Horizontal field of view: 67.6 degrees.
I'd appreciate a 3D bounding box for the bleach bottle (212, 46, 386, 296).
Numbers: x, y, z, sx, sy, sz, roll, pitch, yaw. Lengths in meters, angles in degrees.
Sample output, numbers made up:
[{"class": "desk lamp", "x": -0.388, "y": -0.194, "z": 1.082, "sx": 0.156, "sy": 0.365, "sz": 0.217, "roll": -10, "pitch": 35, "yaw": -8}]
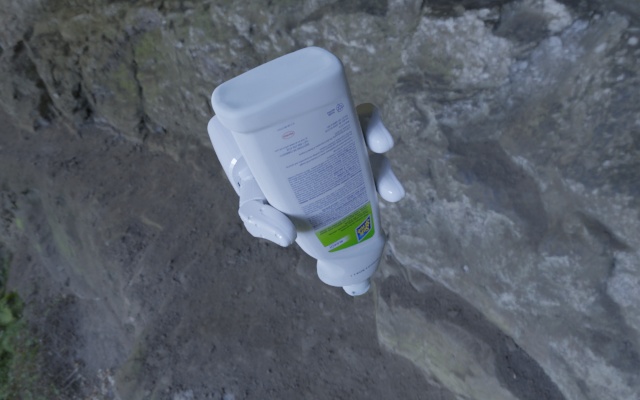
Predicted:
[{"class": "bleach bottle", "x": 0.000, "y": 0.001, "z": 0.425, "sx": 0.102, "sy": 0.251, "sz": 0.068, "roll": -27, "pitch": 40, "yaw": -9}]
